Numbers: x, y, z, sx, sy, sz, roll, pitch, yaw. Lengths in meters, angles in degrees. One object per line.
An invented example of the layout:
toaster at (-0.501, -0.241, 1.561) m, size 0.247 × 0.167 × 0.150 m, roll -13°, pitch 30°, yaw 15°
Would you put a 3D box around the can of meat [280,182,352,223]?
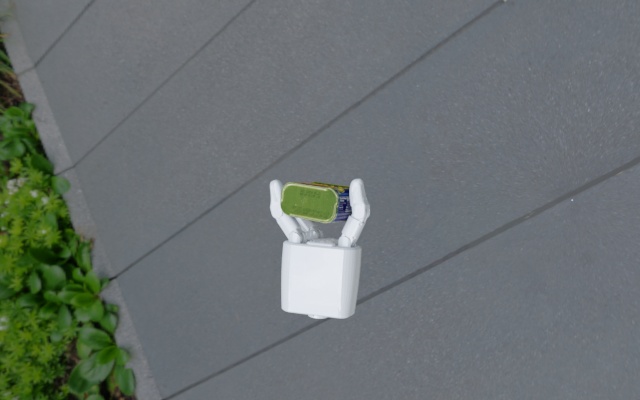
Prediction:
can of meat at (0.000, 0.002, 0.730) m, size 0.102 × 0.057 × 0.084 m, roll 9°, pitch 5°, yaw 27°
